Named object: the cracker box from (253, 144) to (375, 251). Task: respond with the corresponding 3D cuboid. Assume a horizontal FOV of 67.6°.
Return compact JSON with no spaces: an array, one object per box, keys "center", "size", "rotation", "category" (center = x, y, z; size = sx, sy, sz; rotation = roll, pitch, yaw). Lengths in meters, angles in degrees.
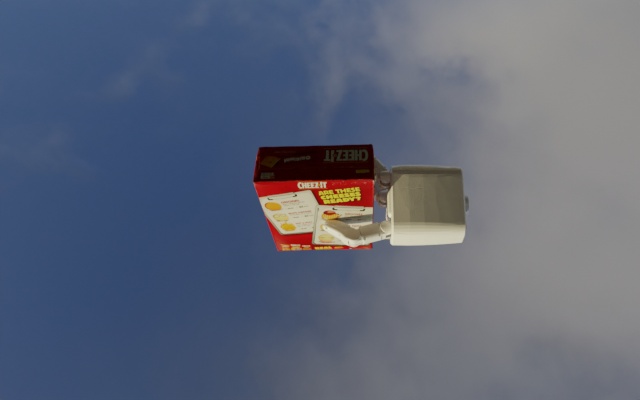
[{"center":[0.000,0.003,0.734],"size":[0.164,0.072,0.214],"rotation":[-1,-32,5],"category":"cracker box"}]
